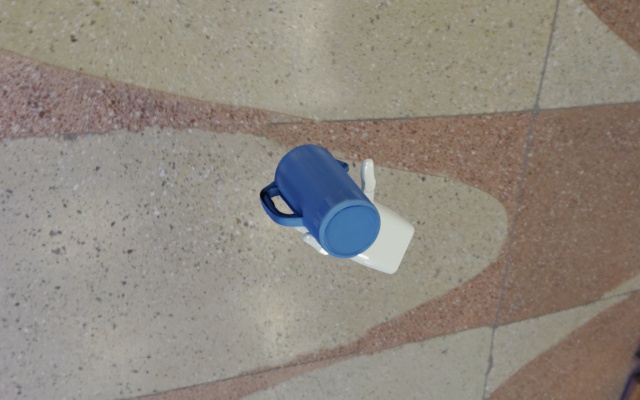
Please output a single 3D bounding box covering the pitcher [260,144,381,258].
[{"bbox_3d":[0.000,0.003,0.849,0.145,0.149,0.242,28,12,-29],"label":"pitcher"}]
